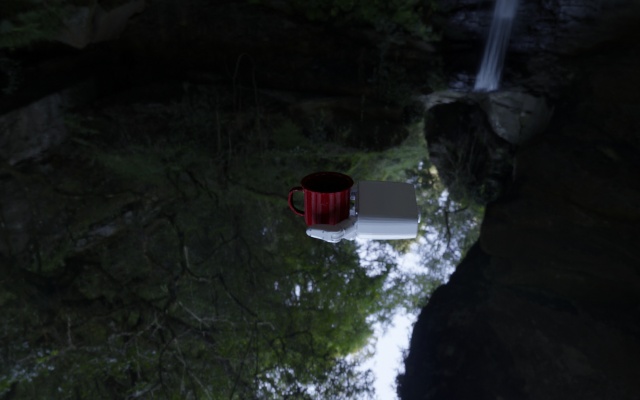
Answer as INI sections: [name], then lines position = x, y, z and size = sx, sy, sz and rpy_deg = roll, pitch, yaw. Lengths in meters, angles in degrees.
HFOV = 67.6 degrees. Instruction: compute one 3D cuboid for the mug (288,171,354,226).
[mug]
position = -0.001, 0.003, 0.853
size = 0.117, 0.081, 0.093
rpy_deg = 1, 27, 3
